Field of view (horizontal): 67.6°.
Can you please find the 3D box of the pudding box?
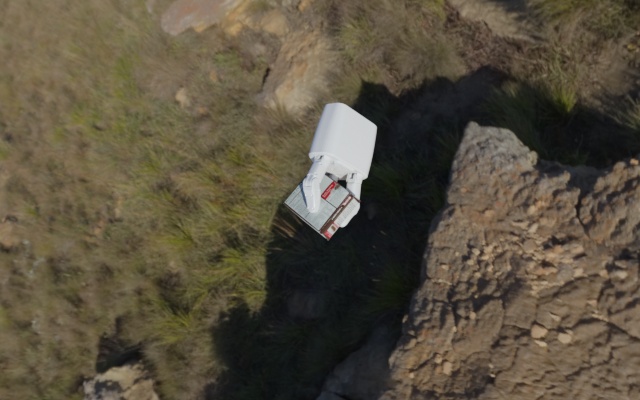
[{"bbox_3d":[0.000,0.003,0.846,0.113,0.090,0.039,37,-2,42],"label":"pudding box"}]
